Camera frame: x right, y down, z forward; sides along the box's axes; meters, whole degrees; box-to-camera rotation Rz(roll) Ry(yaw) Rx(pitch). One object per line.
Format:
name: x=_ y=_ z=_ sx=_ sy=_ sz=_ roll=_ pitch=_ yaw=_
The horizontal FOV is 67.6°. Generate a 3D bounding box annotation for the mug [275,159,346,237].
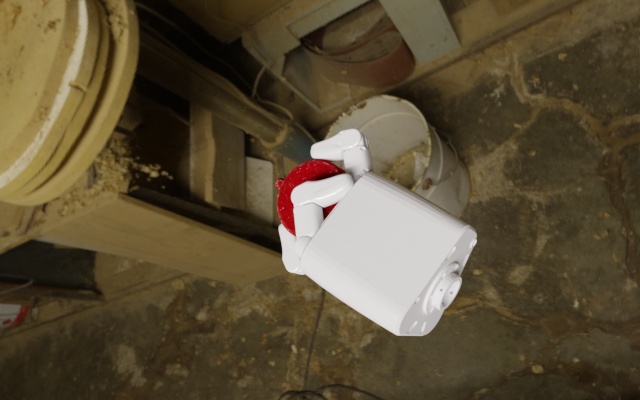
mug: x=-0.001 y=0.001 z=0.505 sx=0.117 sy=0.093 sz=0.081 roll=29 pitch=2 yaw=34
